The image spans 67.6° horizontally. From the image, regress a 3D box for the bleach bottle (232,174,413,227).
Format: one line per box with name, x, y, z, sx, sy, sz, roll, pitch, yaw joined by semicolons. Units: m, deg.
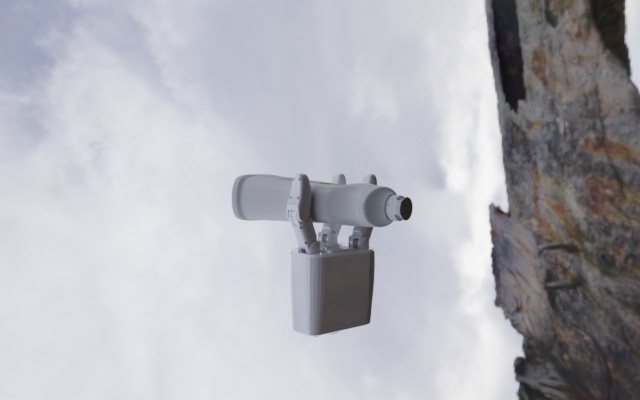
bleach bottle;0.000;0.002;0.632;0.251;0.068;0.102;5;6;41
